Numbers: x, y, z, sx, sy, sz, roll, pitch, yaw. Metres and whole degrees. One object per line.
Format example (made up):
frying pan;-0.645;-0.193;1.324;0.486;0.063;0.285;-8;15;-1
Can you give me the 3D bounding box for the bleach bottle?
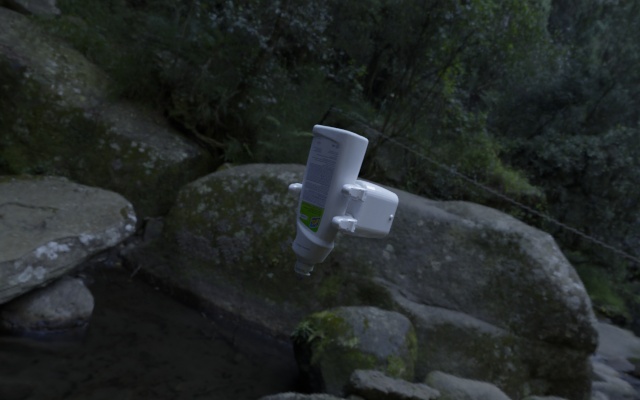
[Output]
bleach bottle;0.000;0.003;0.822;0.068;0.251;0.102;14;4;-43
